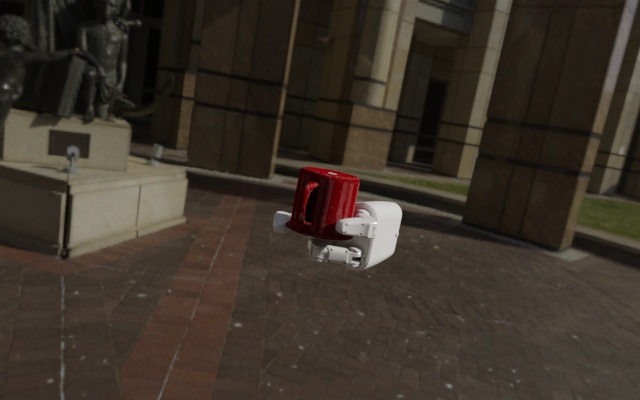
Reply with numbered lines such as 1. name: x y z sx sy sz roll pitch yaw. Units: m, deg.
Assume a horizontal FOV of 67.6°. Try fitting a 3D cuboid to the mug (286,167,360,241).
1. mug: -0.001 0.002 0.626 0.093 0.081 0.117 15 10 28
